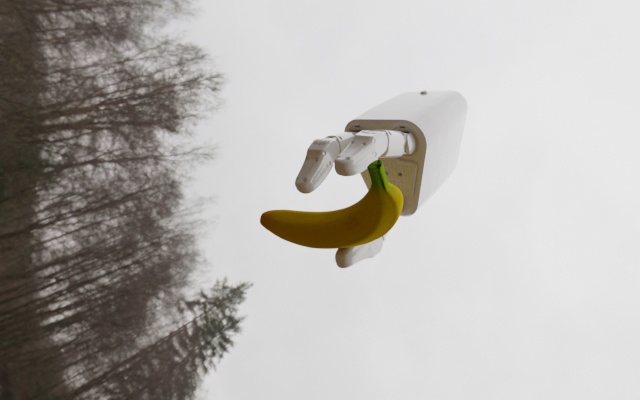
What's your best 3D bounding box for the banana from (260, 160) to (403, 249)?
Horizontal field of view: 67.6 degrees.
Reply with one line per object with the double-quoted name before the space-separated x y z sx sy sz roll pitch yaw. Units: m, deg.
"banana" 0.013 0.015 0.444 0.037 0.069 0.198 -44 12 -37
